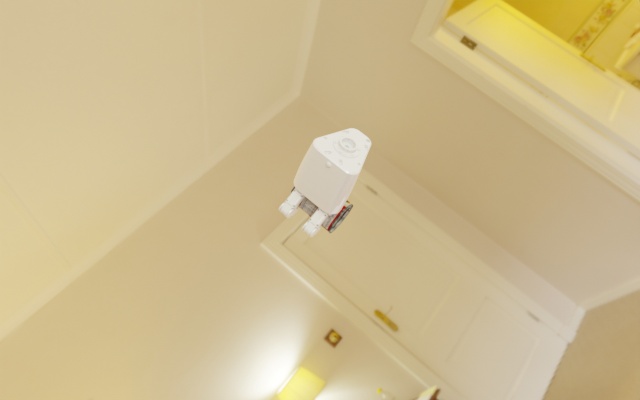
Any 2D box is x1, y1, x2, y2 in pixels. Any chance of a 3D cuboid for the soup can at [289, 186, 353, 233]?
[{"bbox_3d":[0.000,0.003,0.883,0.102,0.068,0.068,39,8,10],"label":"soup can"}]
